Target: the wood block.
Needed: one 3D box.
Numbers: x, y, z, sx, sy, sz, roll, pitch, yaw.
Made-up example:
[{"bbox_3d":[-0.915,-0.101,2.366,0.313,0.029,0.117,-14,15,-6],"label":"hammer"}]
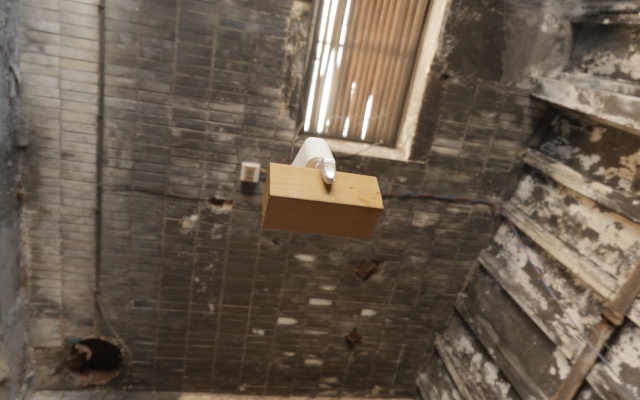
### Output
[{"bbox_3d":[0.000,0.002,0.889,0.206,0.090,0.091,7,-46,-12],"label":"wood block"}]
